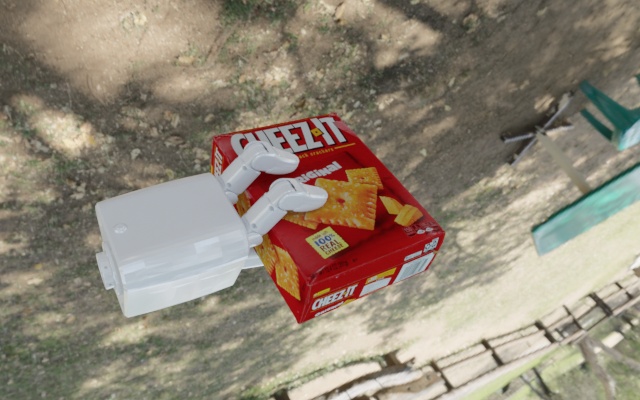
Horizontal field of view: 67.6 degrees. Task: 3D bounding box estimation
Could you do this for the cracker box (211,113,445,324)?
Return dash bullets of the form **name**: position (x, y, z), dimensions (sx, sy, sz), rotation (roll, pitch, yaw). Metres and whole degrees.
- **cracker box**: position (0.000, 0.002, 0.506), dimensions (0.164, 0.072, 0.213), rotation (-16, 52, -29)
